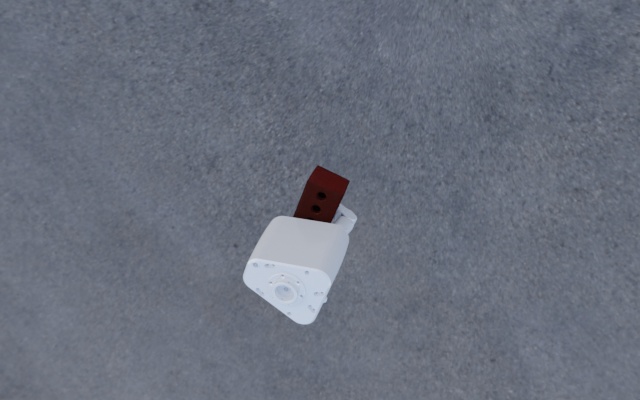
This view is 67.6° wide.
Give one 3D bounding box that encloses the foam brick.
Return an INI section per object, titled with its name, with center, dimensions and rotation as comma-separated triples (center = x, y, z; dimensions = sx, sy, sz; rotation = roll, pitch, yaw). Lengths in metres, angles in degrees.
[foam brick]
center = 0.000, 0.002, 0.667
dimensions = 0.053, 0.078, 0.051
rotation = 24, 30, 4
